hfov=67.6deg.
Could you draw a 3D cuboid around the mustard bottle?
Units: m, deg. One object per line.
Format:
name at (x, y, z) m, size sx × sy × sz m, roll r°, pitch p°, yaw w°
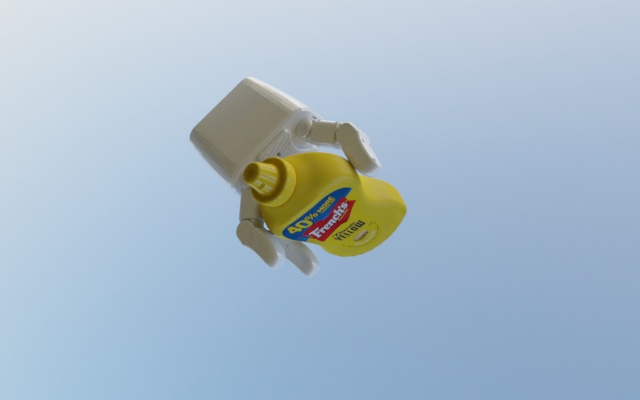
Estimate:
mustard bottle at (0.000, 0.002, 0.450) m, size 0.096 × 0.058 × 0.192 m, roll -37°, pitch -34°, yaw 22°
